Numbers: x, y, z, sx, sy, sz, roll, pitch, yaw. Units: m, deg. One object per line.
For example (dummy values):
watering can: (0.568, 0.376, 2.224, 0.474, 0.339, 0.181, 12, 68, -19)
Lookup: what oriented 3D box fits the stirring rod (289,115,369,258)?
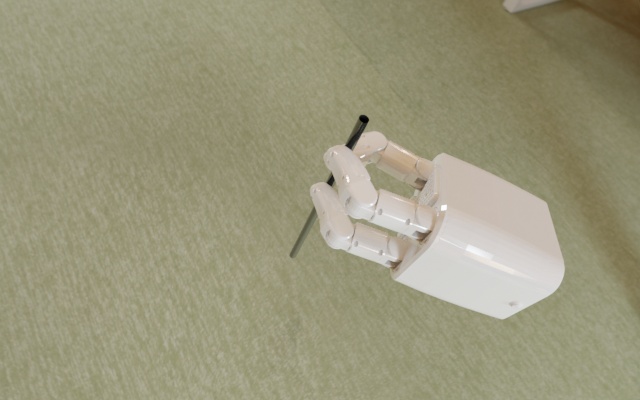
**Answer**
stirring rod: (0.000, 0.002, 0.447, 0.011, 0.011, 0.240, 0, -30, -18)
